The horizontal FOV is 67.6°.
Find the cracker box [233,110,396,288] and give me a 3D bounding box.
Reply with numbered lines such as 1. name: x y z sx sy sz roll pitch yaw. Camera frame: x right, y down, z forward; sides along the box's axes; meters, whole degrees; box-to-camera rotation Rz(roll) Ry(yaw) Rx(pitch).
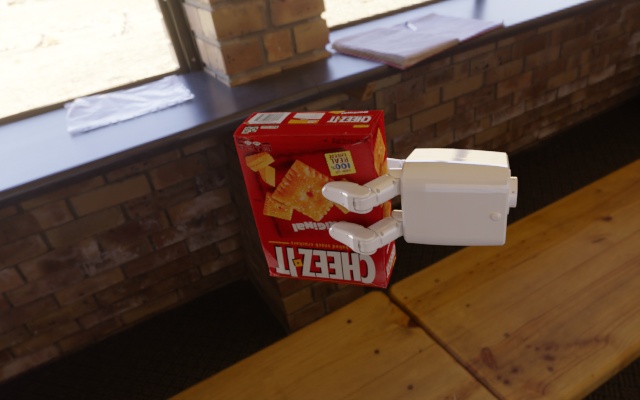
1. cracker box: 0.000 0.002 0.581 0.164 0.214 0.072 3 34 20
